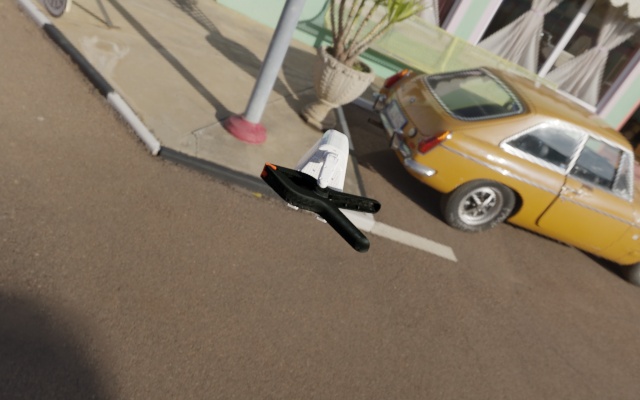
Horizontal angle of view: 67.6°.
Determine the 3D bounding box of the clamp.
[{"bbox_3d":[0.000,0.001,0.754,0.210,0.036,0.164,25,25,-5],"label":"clamp"}]
